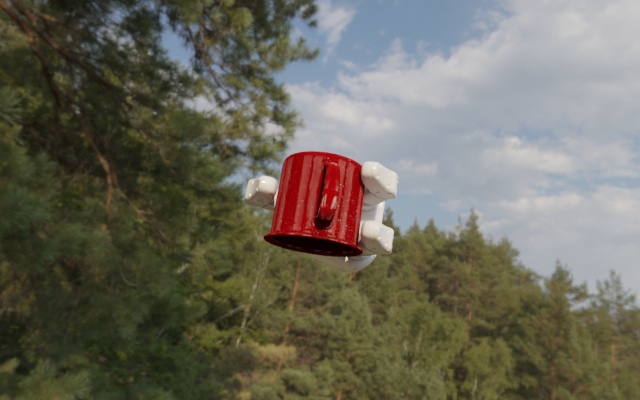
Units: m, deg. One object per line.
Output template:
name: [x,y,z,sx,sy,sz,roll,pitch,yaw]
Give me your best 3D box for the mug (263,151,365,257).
mug: [0.000,0.001,0.440,0.093,0.081,0.117,10,-15,-4]
